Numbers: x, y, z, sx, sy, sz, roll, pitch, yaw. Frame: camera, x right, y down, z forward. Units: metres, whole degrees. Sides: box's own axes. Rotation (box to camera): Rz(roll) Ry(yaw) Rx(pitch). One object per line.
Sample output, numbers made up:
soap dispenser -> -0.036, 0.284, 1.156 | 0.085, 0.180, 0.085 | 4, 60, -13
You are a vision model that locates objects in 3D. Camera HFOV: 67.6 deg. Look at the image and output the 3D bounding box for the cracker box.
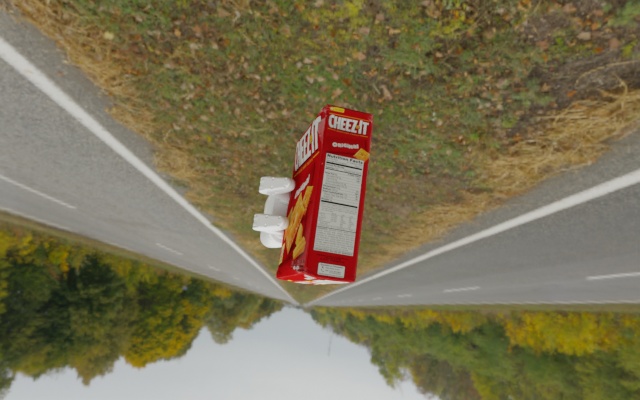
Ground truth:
cracker box -> 0.000, 0.002, 0.640 | 0.072, 0.213, 0.164 | 10, -13, -15
